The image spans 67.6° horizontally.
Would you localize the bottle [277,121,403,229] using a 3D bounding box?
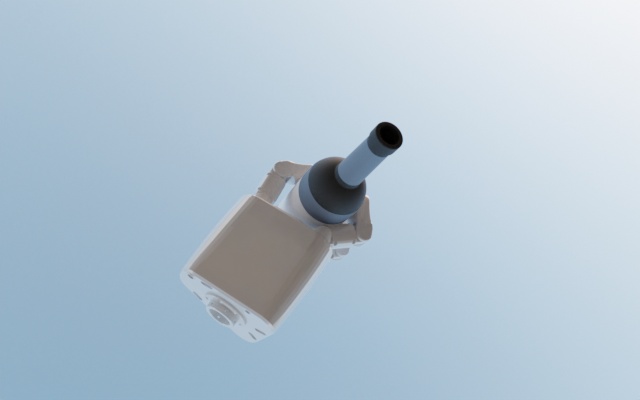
[{"bbox_3d":[0.000,0.002,0.526,0.069,0.069,0.296,0,-23,-26],"label":"bottle"}]
